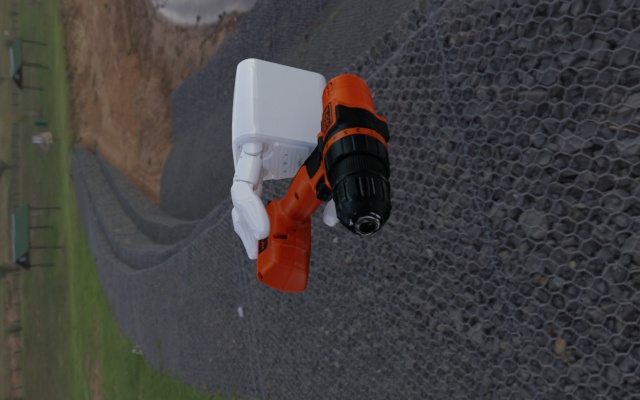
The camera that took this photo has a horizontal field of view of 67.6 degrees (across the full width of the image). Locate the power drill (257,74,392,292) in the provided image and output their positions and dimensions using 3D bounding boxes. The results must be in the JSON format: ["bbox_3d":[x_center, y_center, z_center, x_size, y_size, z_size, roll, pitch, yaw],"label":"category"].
[{"bbox_3d":[0.000,0.002,0.434,0.057,0.184,0.188,20,-51,-18],"label":"power drill"}]
